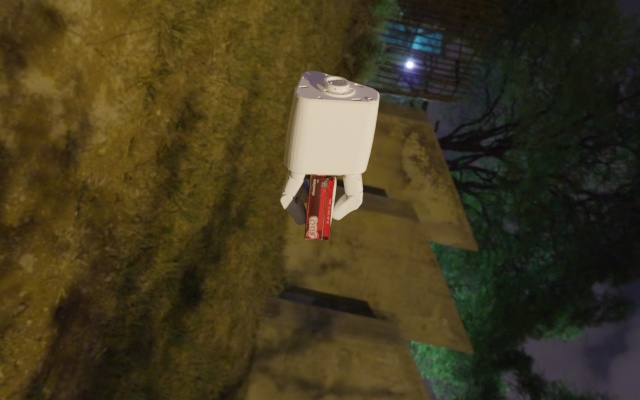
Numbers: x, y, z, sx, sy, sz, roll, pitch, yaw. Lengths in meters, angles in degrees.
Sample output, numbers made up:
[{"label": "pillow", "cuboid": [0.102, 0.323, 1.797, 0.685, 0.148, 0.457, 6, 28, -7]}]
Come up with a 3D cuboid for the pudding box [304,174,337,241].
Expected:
[{"label": "pudding box", "cuboid": [0.000, 0.002, 0.688, 0.039, 0.090, 0.113, 7, 9, 2]}]
